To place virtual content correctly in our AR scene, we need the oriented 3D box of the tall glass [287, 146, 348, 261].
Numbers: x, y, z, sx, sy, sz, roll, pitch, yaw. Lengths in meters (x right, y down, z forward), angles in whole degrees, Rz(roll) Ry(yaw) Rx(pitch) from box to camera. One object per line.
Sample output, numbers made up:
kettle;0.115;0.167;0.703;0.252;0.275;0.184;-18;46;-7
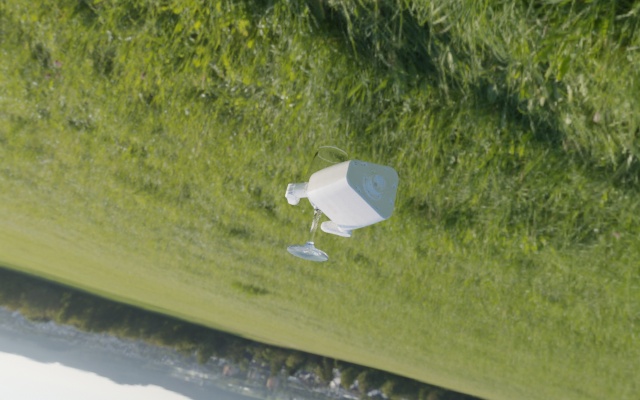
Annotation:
tall glass;0.000;0.003;0.864;0.079;0.201;0.079;12;-22;5
